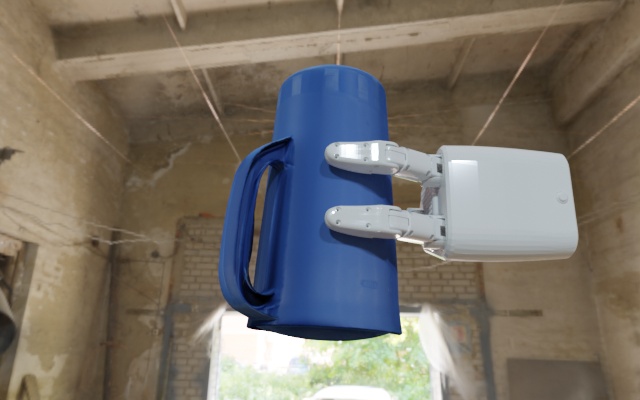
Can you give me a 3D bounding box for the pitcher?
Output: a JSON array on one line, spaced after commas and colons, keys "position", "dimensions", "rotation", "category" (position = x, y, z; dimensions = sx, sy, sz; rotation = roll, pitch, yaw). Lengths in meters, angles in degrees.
[{"position": [0.000, 0.001, 0.436], "dimensions": [0.145, 0.242, 0.149], "rotation": [1, -18, 2], "category": "pitcher"}]
